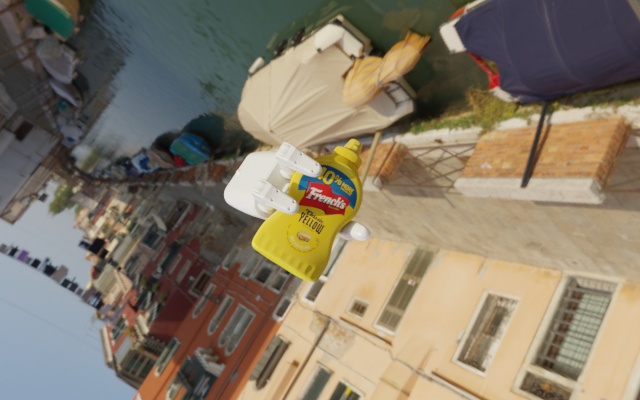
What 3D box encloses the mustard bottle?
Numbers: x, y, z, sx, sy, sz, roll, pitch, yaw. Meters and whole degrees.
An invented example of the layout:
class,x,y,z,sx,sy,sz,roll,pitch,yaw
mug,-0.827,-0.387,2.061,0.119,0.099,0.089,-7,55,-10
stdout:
class,x,y,z,sx,sy,sz,roll,pitch,yaw
mustard bottle,0.000,0.002,0.619,0.096,0.191,0.058,33,-13,-8
